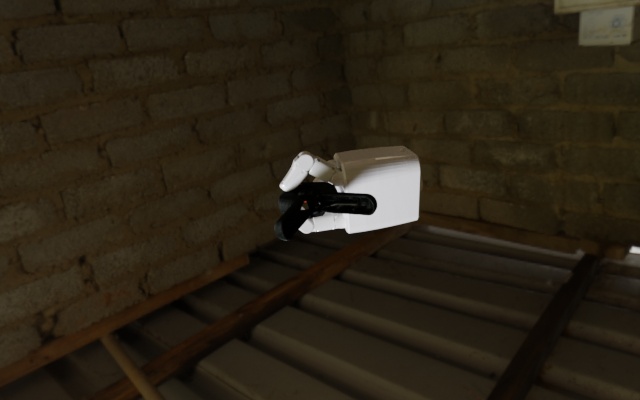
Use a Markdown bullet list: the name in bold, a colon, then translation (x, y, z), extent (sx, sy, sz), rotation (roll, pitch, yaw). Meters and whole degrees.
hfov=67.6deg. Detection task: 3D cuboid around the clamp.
- **clamp**: translation (0.000, 0.003, 0.601), extent (0.120, 0.039, 0.171), rotation (-8, 18, -4)
